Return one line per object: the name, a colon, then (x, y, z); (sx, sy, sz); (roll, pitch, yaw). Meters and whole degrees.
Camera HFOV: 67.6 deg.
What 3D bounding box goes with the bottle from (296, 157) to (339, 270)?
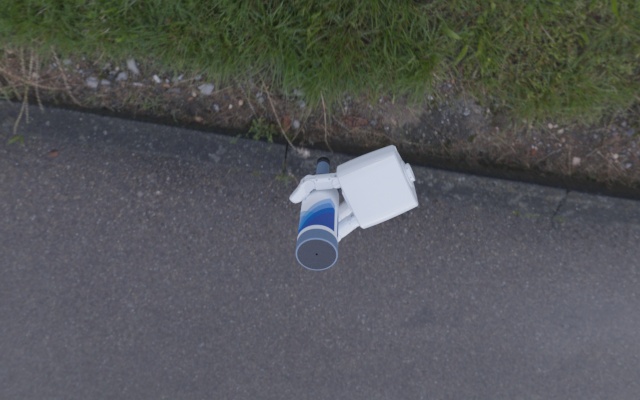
bottle: (0.000, 0.003, 0.867); (0.069, 0.069, 0.295); (0, 34, 3)
